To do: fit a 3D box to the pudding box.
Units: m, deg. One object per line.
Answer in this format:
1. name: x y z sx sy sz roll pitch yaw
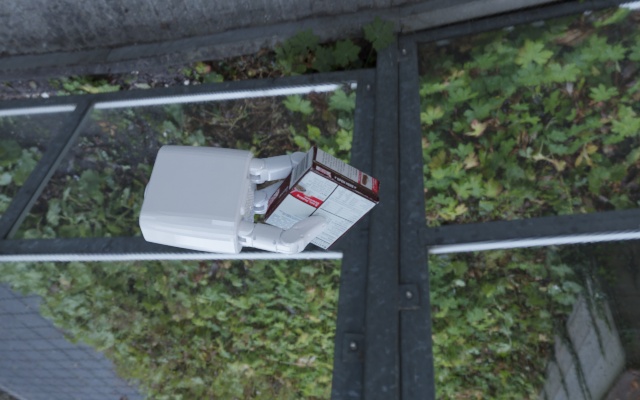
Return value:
1. pudding box: 0.000 0.002 0.545 0.090 0.039 0.113 26 -44 -19
